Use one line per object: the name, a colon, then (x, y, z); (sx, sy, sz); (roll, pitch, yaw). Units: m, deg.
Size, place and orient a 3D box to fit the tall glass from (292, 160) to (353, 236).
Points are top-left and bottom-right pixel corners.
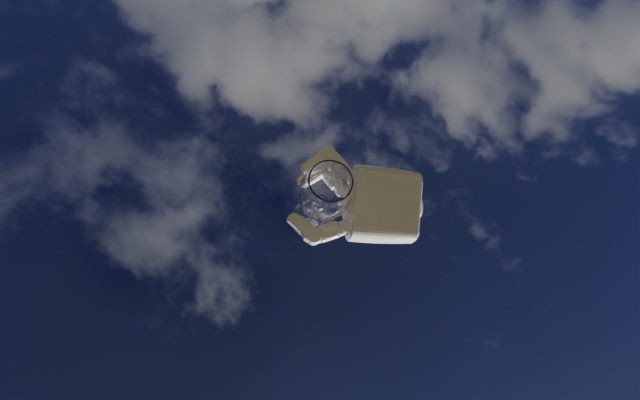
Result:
tall glass: (0.000, 0.003, 0.738); (0.079, 0.079, 0.201); (0, -17, -8)
